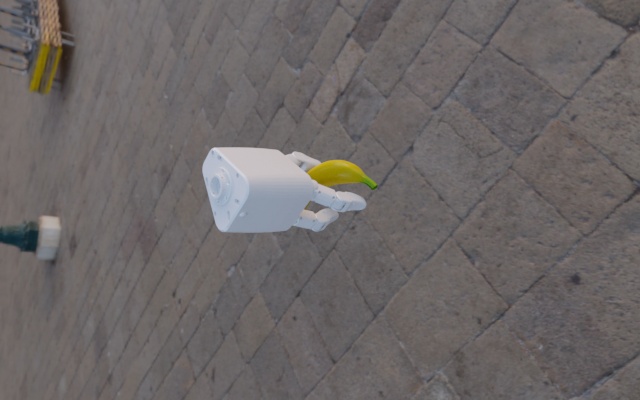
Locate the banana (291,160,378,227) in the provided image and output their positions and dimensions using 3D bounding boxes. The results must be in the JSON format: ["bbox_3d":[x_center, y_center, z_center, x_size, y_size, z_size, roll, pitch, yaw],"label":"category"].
[{"bbox_3d":[-0.004,-0.016,0.740,0.037,0.069,0.198,-13,-9,-47],"label":"banana"}]
